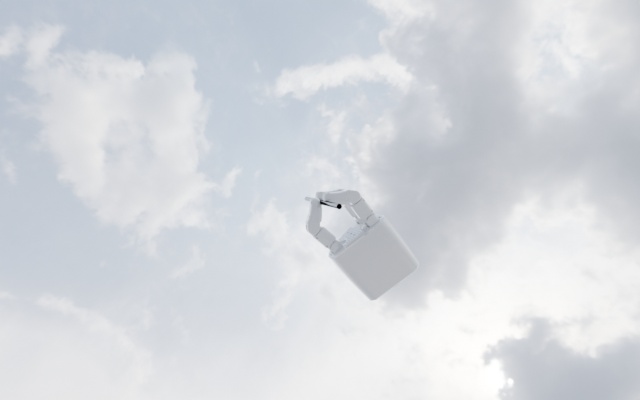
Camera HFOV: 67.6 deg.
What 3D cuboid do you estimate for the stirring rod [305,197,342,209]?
[{"bbox_3d":[0.000,0.003,0.792,0.011,0.011,0.239,0,3,-13],"label":"stirring rod"}]
